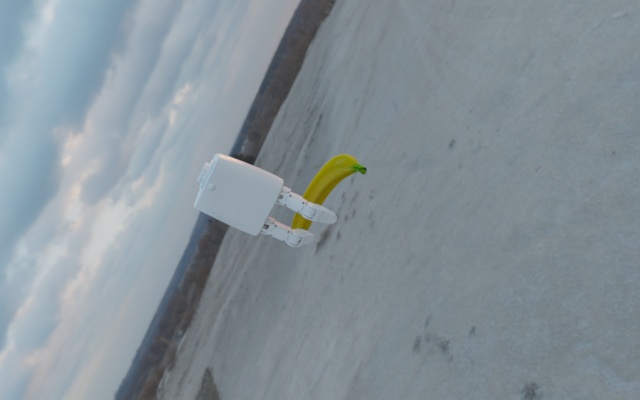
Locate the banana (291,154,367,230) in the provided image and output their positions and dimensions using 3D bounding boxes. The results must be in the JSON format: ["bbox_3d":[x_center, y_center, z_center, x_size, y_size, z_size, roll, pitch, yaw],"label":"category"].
[{"bbox_3d":[0.002,-0.012,0.769,0.037,0.069,0.198,25,-51,-21],"label":"banana"}]
